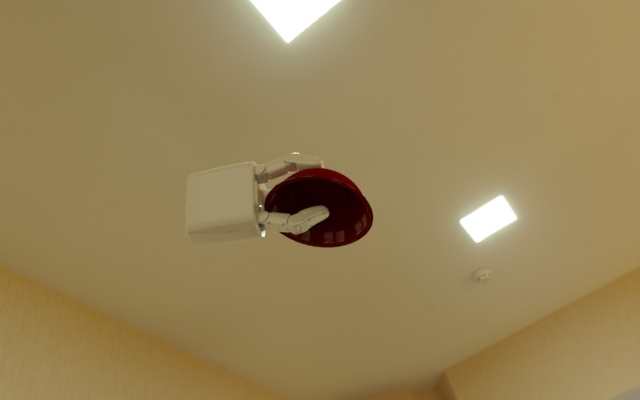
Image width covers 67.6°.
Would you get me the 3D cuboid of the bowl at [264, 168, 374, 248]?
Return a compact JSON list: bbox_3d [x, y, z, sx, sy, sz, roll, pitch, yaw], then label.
[{"bbox_3d":[0.001,0.002,0.717,0.162,0.055,0.162,6,-41,5],"label":"bowl"}]
